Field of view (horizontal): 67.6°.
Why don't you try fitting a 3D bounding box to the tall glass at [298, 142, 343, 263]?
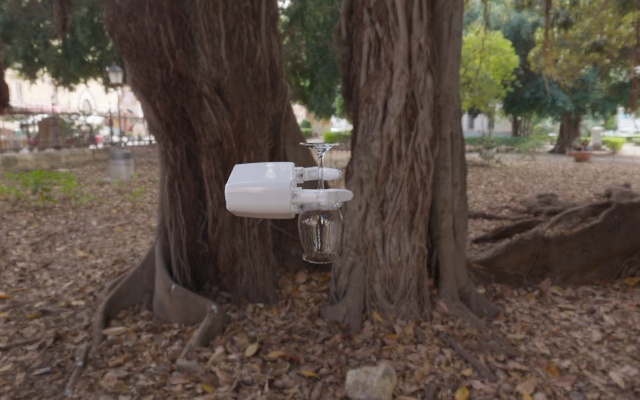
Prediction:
[{"bbox_3d":[0.000,0.002,0.817,0.079,0.201,0.079,0,9,0],"label":"tall glass"}]
